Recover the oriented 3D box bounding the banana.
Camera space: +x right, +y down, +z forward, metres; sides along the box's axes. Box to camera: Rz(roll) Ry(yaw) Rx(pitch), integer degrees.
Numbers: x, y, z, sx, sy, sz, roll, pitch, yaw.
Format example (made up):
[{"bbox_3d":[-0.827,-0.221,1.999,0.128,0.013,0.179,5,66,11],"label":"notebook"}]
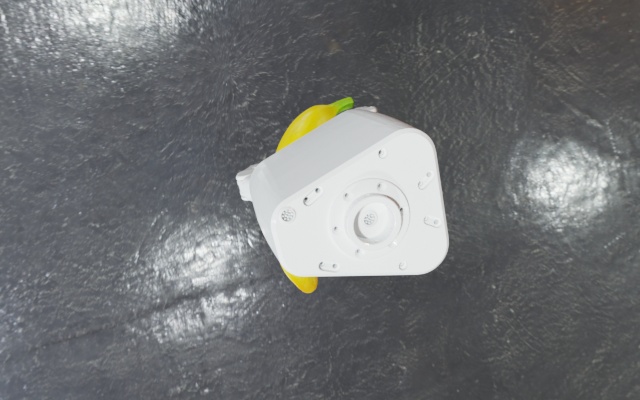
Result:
[{"bbox_3d":[-0.017,-0.005,0.453,0.069,0.198,0.037,9,11,-17],"label":"banana"}]
